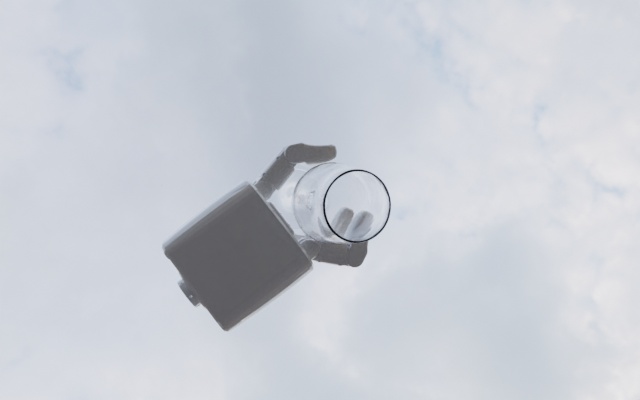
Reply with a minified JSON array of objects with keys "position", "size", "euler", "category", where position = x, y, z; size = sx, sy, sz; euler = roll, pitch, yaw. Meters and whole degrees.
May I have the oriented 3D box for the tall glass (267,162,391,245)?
[{"position":[0.000,0.001,0.490],"size":[0.079,0.079,0.201],"euler":[0,2,-19],"category":"tall glass"}]
